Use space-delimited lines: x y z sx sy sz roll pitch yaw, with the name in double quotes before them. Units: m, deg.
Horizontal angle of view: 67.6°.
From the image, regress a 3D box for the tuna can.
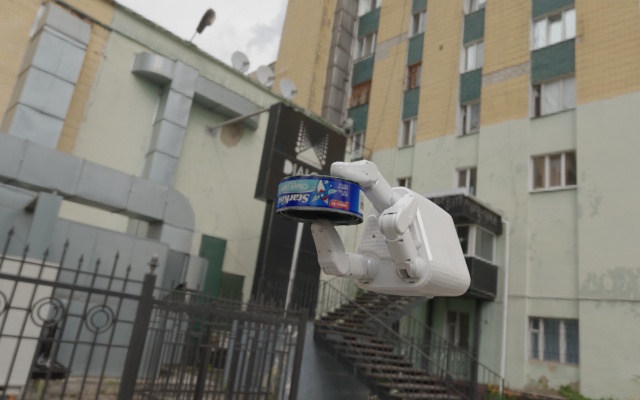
"tuna can" 0.000 0.001 0.464 0.086 0.033 0.086 5 -11 1
